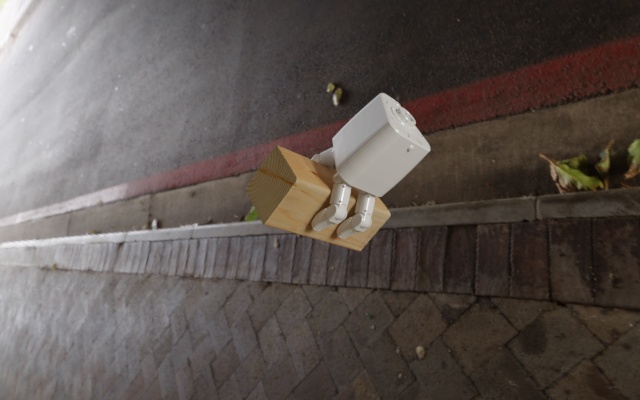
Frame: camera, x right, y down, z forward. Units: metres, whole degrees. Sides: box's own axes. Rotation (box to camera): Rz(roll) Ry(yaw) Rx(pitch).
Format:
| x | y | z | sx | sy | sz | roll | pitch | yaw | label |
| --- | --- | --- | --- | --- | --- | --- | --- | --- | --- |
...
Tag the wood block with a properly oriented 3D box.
| x | y | z | sx | sy | sz | roll | pitch | yaw | label |
| --- | --- | --- | --- | --- | --- | --- | --- | --- | --- |
| 0.000 | 0.002 | 0.755 | 0.206 | 0.090 | 0.090 | 20 | 26 | -40 | wood block |
